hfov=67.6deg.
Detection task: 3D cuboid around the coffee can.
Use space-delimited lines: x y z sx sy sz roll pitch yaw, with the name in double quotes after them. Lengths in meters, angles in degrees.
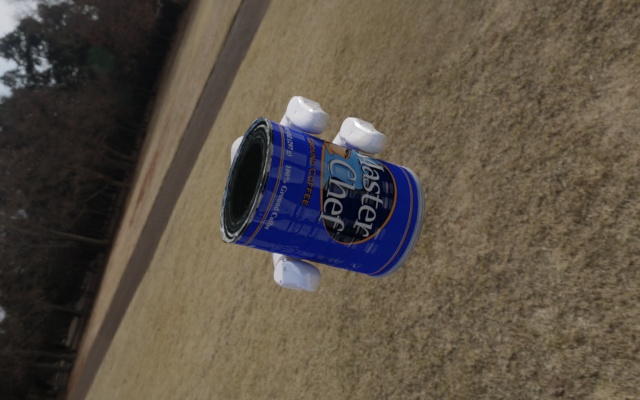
0.000 0.001 0.400 0.140 0.103 0.103 16 -7 -24 "coffee can"
